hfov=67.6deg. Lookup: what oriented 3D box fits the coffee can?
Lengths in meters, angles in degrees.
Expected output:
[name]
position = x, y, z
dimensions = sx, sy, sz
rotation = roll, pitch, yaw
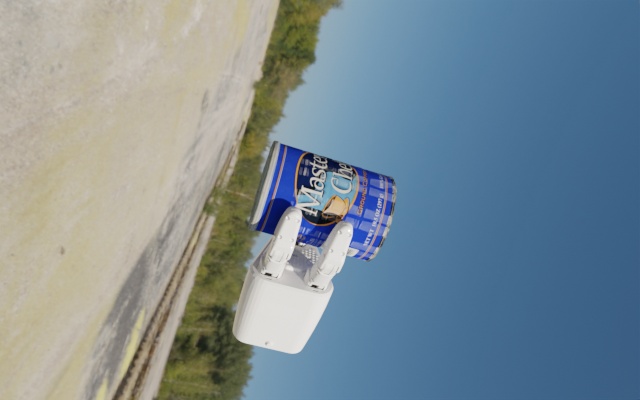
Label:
[coffee can]
position = 0.000, 0.002, 0.539
dimensions = 0.140, 0.103, 0.103
rotation = 16, -3, -10
